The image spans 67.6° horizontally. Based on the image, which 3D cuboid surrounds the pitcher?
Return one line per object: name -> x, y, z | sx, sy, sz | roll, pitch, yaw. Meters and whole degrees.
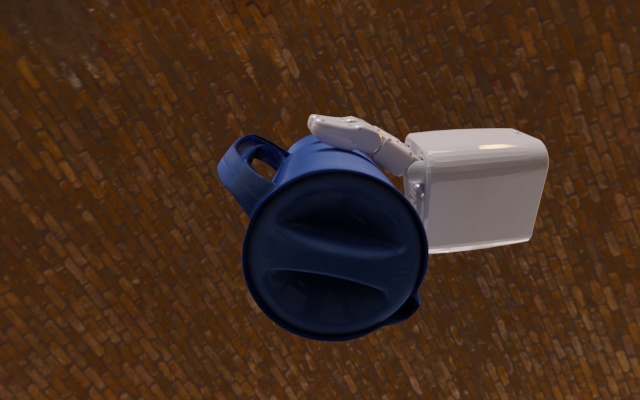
pitcher -> 0.000, 0.001, 0.443 | 0.145, 0.149, 0.242 | -6, 18, 0
